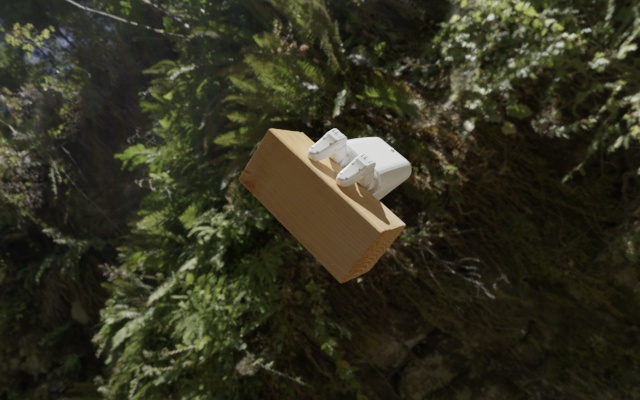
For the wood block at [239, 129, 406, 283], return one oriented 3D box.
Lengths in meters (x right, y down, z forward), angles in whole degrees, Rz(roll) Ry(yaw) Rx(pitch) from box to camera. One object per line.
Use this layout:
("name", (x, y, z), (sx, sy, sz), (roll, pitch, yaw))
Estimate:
("wood block", (0.000, 0.002, 0.650), (0.206, 0.091, 0.090), (43, 23, 21))
